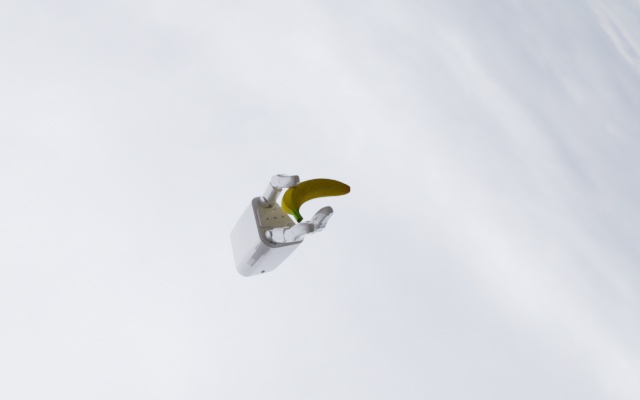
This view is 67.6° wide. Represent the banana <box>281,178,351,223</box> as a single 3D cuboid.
[{"bbox_3d":[-0.015,-0.008,0.849,0.069,0.037,0.197,42,33,11],"label":"banana"}]
